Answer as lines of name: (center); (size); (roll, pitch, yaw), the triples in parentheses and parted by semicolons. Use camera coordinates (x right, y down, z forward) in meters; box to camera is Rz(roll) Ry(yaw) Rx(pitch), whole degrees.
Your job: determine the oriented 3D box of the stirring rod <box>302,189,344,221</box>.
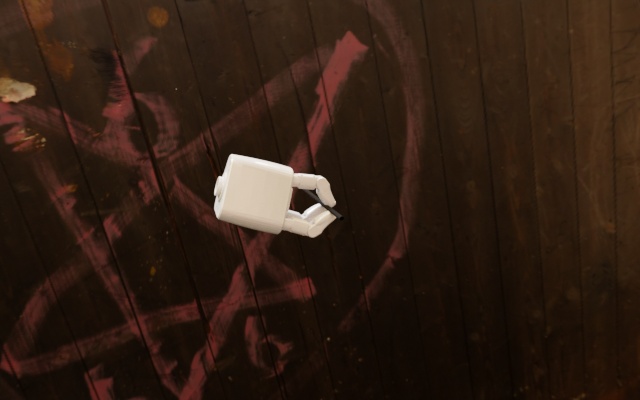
stirring rod: (0.000, 0.003, 0.871); (0.011, 0.011, 0.239); (0, 13, -17)
